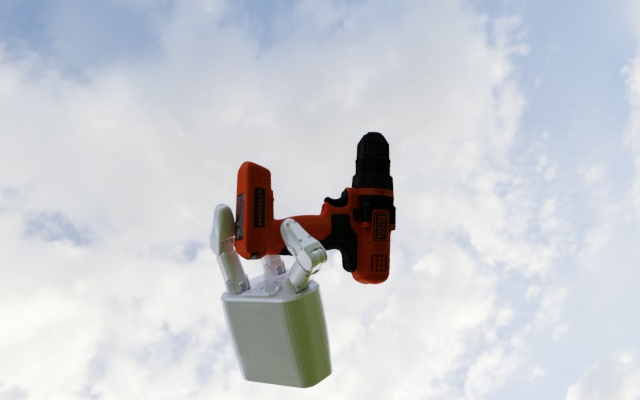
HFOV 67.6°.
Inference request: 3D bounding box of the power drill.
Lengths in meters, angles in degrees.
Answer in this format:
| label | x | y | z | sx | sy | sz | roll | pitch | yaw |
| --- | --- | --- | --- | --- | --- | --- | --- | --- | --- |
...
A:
| label | x | y | z | sx | sy | sz | roll | pitch | yaw |
| --- | --- | --- | --- | --- | --- | --- | --- | --- | --- |
| power drill | 0.000 | 0.002 | 0.547 | 0.187 | 0.184 | 0.057 | 5 | -10 | -21 |
